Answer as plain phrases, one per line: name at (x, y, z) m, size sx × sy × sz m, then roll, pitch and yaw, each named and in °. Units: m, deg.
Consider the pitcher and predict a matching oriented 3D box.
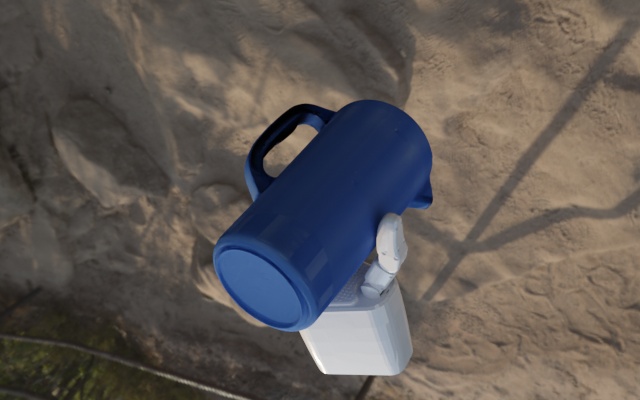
pitcher at (0.000, 0.002, 0.478) m, size 0.149 × 0.145 × 0.242 m, roll 4°, pitch 36°, yaw 35°
